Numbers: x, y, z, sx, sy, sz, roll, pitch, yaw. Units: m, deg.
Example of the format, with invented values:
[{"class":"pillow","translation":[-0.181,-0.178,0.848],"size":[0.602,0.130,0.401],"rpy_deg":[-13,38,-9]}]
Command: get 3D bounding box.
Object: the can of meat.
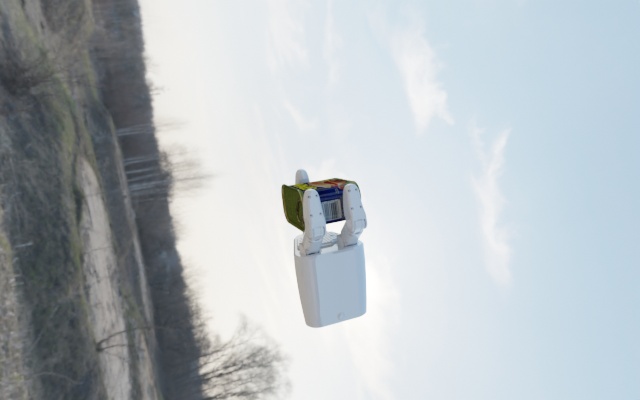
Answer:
[{"class":"can of meat","translation":[0.000,0.002,0.661],"size":[0.084,0.057,0.102],"rpy_deg":[-10,11,-18]}]
